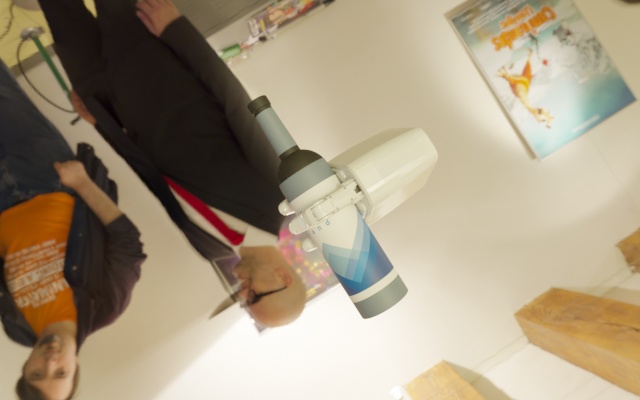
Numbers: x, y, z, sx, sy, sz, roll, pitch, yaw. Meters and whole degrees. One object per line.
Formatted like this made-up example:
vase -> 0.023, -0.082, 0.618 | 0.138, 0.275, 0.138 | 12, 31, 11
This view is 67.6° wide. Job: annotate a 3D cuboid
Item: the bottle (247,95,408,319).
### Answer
bottle -> 0.000, 0.002, 0.584 | 0.069, 0.295, 0.069 | -32, -1, -1
